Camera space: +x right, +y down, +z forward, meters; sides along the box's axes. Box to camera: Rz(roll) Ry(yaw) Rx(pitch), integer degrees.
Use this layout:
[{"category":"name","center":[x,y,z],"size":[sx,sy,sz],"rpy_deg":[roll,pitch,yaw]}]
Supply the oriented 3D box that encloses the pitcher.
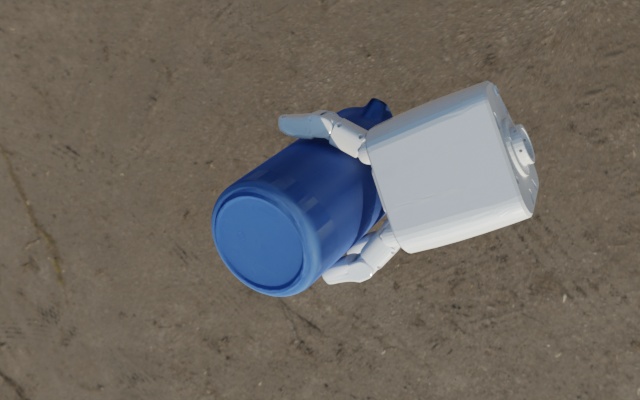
[{"category":"pitcher","center":[0.000,0.002,0.495],"size":[0.145,0.149,0.242],"rpy_deg":[-17,12,33]}]
